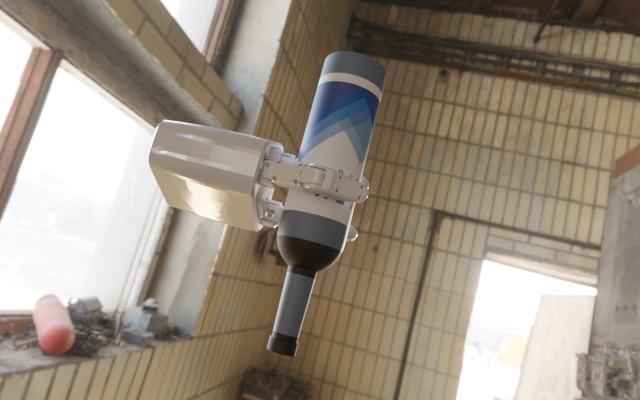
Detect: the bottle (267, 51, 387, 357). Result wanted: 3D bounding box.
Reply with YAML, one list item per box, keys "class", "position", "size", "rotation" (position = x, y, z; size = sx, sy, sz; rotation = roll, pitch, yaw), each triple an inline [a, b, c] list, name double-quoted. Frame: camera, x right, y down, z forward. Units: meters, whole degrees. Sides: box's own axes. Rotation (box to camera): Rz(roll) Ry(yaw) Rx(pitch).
- class: "bottle"
  position: [0.000, 0.001, 0.470]
  size: [0.069, 0.295, 0.069]
  rotation: [14, -11, 3]
